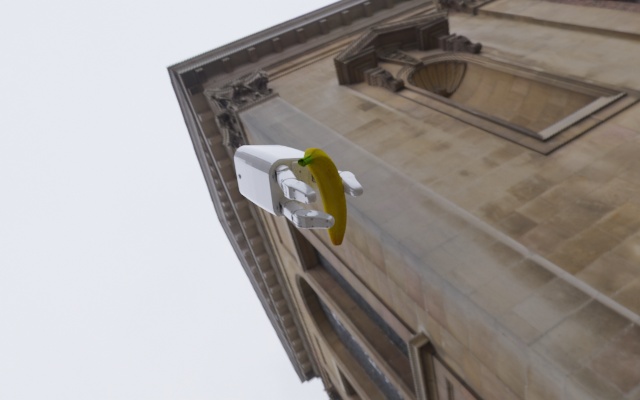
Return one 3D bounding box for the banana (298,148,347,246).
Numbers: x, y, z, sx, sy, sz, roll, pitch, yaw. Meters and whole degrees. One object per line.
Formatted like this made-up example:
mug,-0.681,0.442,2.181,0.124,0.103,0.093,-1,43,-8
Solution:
banana,0.008,-0.014,0.722,0.037,0.069,0.198,13,-35,32
